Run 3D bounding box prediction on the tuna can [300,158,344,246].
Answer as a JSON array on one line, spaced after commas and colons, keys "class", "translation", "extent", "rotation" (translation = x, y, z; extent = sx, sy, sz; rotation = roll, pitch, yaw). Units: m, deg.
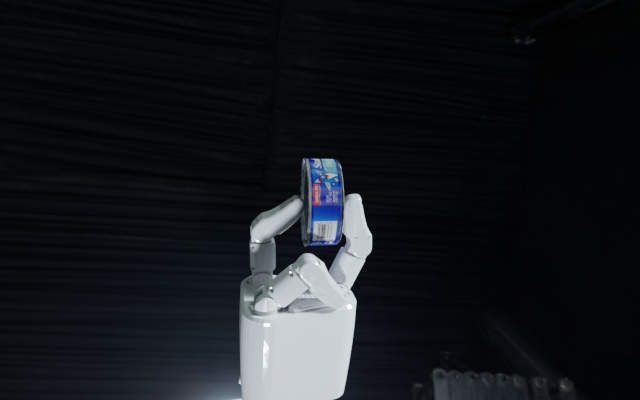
[{"class": "tuna can", "translation": [0.001, 0.001, 0.467], "extent": [0.034, 0.086, 0.086], "rotation": [0, 0, -7]}]
